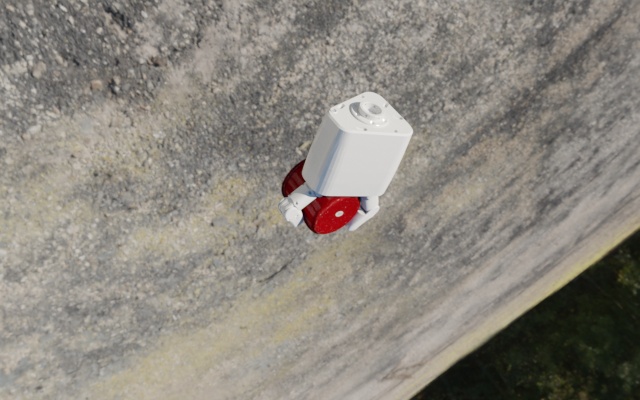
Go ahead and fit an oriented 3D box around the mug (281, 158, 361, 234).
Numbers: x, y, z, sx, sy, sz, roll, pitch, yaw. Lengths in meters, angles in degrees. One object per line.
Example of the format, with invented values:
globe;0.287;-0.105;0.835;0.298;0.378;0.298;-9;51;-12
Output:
mug;0.000;0.003;0.693;0.093;0.117;0.081;-15;53;-34
